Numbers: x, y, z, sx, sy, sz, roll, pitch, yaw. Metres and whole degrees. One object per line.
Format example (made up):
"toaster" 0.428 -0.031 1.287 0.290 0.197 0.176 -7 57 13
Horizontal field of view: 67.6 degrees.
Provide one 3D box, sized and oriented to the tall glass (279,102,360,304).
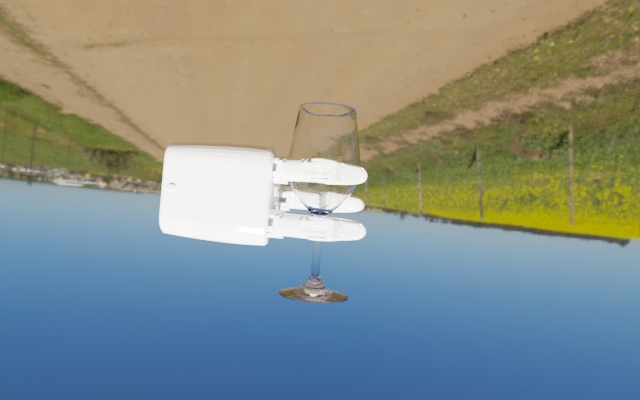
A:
"tall glass" 0.000 0.002 0.507 0.079 0.201 0.079 5 -1 0
